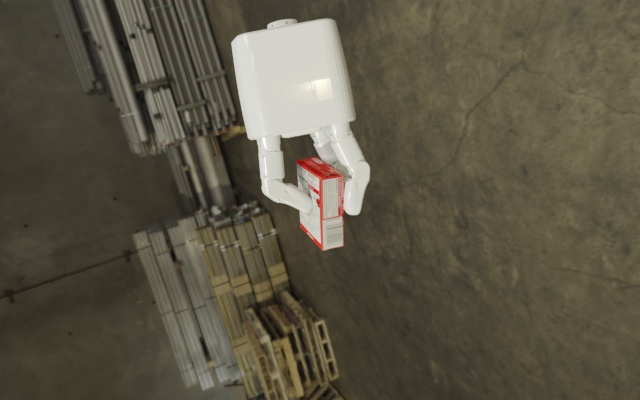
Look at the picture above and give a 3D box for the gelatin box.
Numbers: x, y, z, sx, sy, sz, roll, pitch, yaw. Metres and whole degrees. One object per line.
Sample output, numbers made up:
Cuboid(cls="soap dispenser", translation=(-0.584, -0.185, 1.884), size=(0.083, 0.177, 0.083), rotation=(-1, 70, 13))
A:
Cuboid(cls="gelatin box", translation=(0.000, 0.002, 0.549), size=(0.030, 0.089, 0.073), rotation=(-10, 22, -20))
